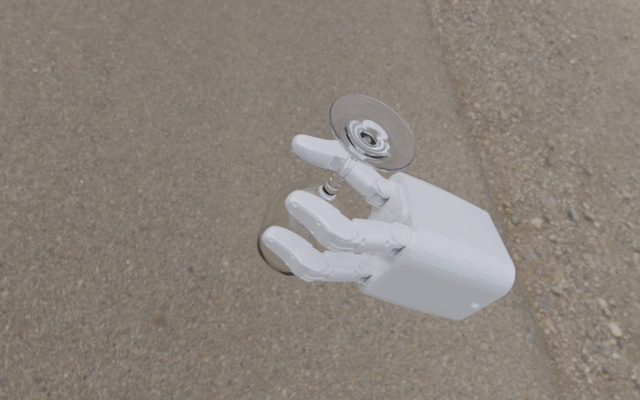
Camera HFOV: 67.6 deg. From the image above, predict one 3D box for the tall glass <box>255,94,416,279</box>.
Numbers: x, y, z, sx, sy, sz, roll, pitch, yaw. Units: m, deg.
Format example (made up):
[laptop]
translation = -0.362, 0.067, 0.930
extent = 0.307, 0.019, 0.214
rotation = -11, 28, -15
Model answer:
[tall glass]
translation = 0.000, 0.001, 0.432
extent = 0.079, 0.079, 0.201
rotation = 0, -33, -29
